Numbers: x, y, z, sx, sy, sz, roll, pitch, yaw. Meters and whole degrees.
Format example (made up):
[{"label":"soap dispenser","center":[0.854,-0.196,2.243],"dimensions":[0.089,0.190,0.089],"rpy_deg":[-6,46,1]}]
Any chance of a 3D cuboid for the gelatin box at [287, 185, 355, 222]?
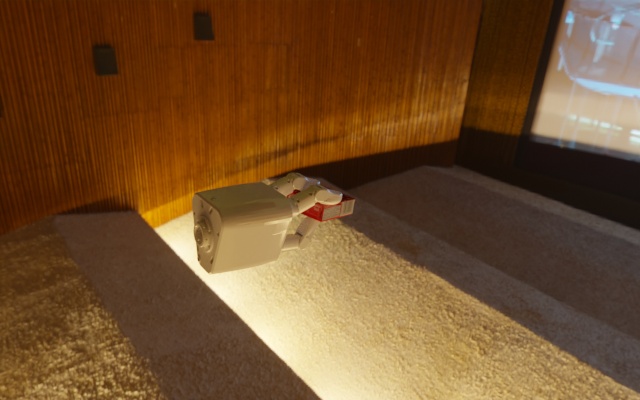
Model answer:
[{"label":"gelatin box","center":[0.000,0.003,0.755],"dimensions":[0.073,0.030,0.089],"rpy_deg":[23,21,33]}]
